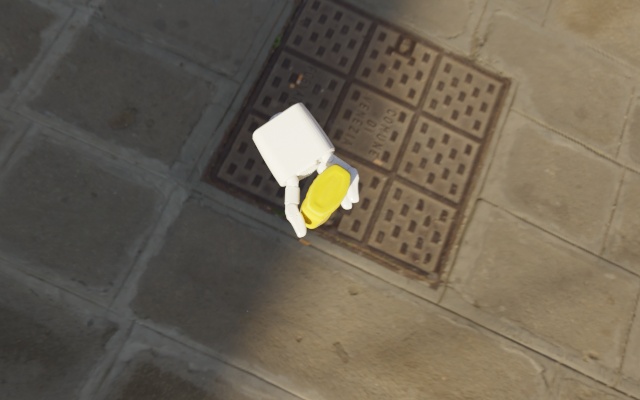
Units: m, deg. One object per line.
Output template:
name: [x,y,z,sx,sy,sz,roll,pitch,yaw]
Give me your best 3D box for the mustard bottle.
mustard bottle: [0.000,0.003,0.864,0.058,0.096,0.192,33,-15,0]
